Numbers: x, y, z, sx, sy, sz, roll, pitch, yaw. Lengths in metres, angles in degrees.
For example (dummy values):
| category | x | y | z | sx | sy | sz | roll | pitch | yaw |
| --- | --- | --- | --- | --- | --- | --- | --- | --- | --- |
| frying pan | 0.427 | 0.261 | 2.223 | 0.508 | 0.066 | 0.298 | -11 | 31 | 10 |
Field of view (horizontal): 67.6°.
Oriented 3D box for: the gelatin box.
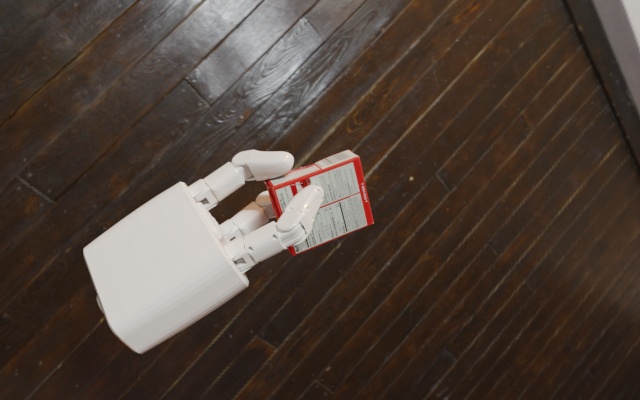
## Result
| category | x | y | z | sx | sy | sz | roll | pitch | yaw |
| --- | --- | --- | --- | --- | --- | --- | --- | --- | --- |
| gelatin box | 0.001 | 0.002 | 0.453 | 0.089 | 0.073 | 0.030 | -21 | 25 | -11 |
